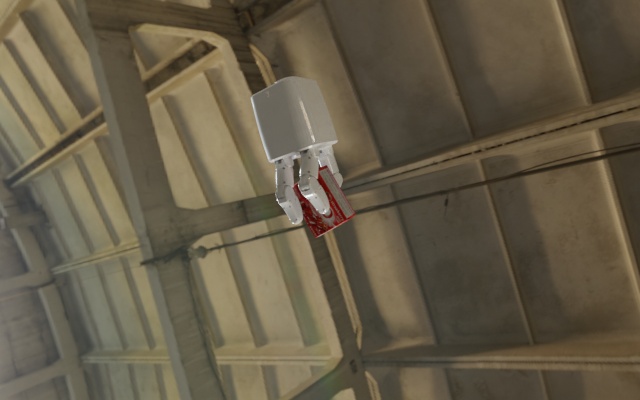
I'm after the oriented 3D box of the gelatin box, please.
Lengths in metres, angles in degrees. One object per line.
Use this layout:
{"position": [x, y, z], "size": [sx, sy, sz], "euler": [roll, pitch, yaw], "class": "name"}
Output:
{"position": [0.001, 0.003, 0.726], "size": [0.073, 0.089, 0.030], "euler": [-32, -2, 39], "class": "gelatin box"}
